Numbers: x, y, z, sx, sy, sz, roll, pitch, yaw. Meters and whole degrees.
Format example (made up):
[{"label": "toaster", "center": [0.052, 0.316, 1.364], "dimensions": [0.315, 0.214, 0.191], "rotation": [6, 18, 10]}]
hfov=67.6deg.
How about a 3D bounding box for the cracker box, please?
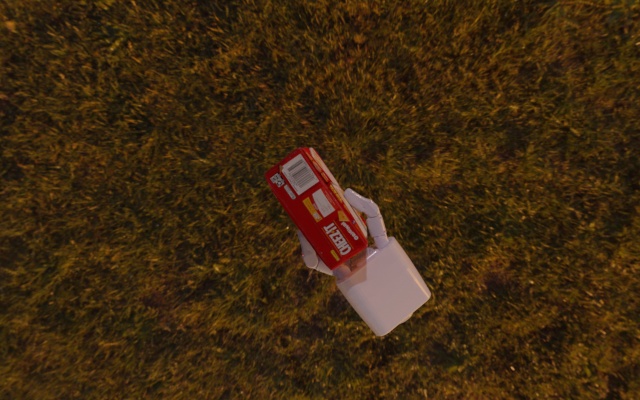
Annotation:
[{"label": "cracker box", "center": [0.000, 0.002, 0.742], "dimensions": [0.072, 0.164, 0.213], "rotation": [-35, 3, 7]}]
